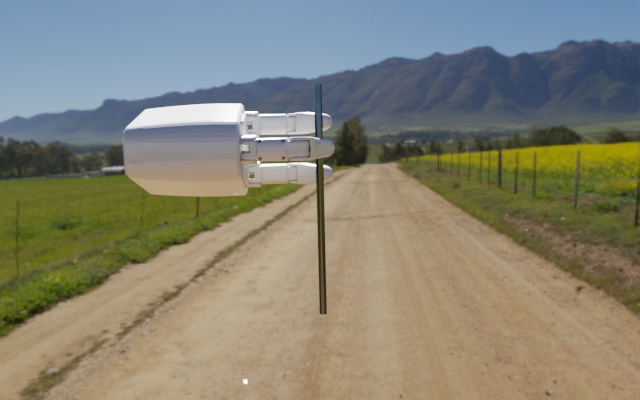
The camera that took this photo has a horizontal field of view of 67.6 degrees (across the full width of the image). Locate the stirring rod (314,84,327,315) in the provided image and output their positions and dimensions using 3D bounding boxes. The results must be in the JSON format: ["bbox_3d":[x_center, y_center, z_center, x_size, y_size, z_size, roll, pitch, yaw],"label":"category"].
[{"bbox_3d":[0.000,0.002,0.498,0.011,0.239,0.011,-1,7,0],"label":"stirring rod"}]
